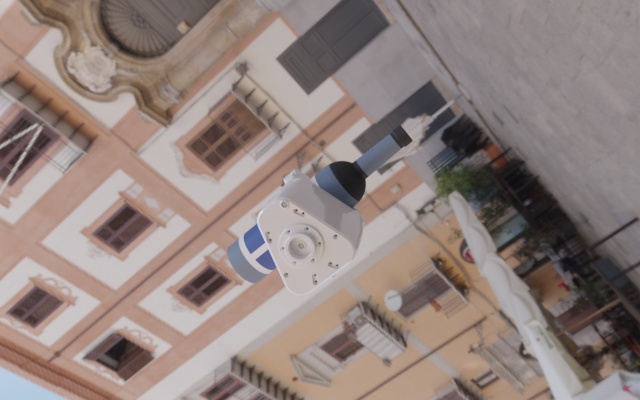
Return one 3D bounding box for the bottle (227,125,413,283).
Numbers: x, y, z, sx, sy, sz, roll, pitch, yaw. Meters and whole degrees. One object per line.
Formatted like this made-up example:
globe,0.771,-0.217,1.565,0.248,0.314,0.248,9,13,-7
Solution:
bottle,0.000,0.002,0.653,0.296,0.069,0.069,-39,-11,14
